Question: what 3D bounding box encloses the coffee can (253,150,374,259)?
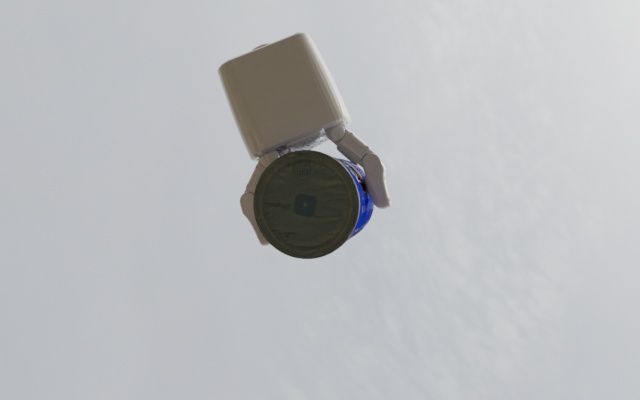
[{"bbox_3d":[0.000,0.002,0.513,0.103,0.103,0.140,0,2,12],"label":"coffee can"}]
